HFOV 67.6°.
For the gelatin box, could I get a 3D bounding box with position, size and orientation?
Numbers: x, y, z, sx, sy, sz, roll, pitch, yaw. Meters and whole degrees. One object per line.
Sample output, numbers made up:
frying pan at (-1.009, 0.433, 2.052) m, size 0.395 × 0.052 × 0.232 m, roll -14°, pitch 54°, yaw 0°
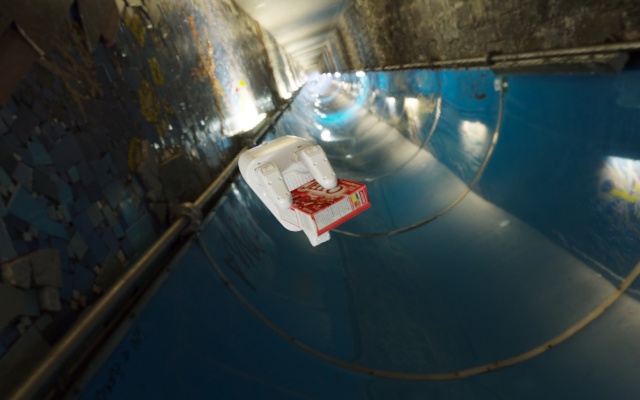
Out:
gelatin box at (0.000, 0.002, 0.532) m, size 0.073 × 0.030 × 0.089 m, roll -28°, pitch 24°, yaw -23°
